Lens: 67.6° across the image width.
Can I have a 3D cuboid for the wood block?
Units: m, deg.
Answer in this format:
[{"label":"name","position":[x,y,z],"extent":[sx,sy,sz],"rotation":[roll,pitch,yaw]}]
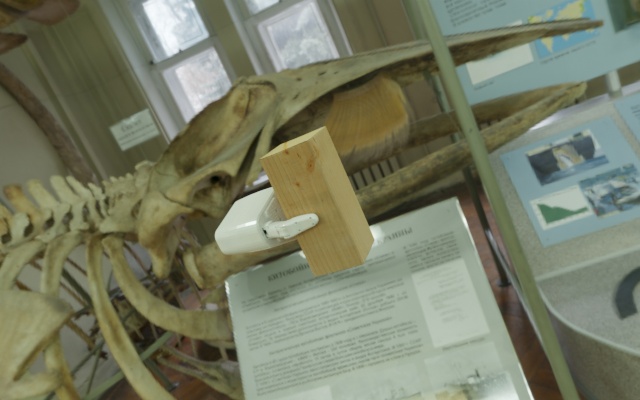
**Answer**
[{"label":"wood block","position":[0.000,0.003,0.752],"extent":[0.090,0.206,0.090],"rotation":[-19,14,25]}]
